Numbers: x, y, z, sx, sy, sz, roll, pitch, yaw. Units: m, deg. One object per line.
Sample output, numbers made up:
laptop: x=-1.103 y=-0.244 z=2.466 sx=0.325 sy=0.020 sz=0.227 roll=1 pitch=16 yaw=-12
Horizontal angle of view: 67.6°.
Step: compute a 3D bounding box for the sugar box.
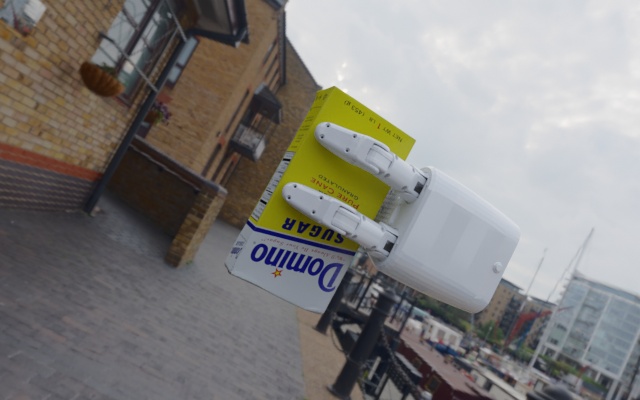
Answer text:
sugar box: x=0.000 y=0.001 z=0.415 sx=0.093 sy=0.176 sz=0.048 roll=29 pitch=-5 yaw=-19
